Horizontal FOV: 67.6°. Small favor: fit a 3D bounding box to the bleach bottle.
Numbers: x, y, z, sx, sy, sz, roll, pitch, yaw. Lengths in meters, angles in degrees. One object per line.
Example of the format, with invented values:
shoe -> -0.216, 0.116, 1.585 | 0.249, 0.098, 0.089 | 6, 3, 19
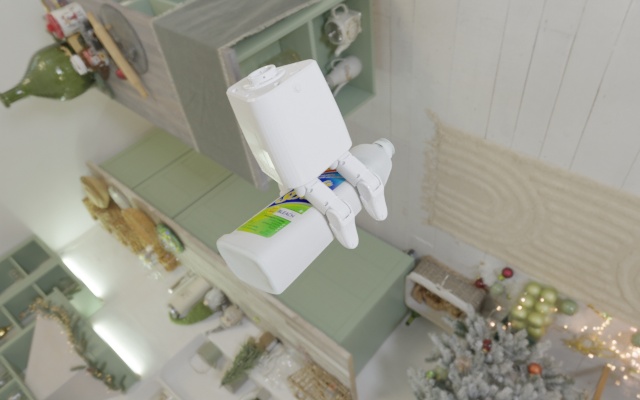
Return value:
bleach bottle -> 0.000, 0.002, 0.582 | 0.102, 0.068, 0.250 | 10, 44, 48
